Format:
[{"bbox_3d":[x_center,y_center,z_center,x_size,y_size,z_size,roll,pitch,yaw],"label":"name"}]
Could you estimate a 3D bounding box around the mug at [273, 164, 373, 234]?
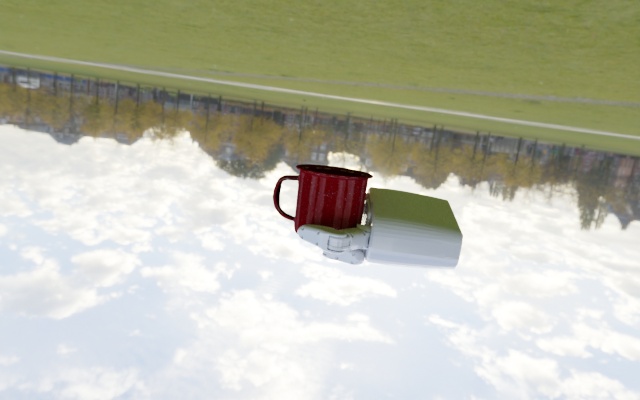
[{"bbox_3d":[-0.001,0.002,0.576,0.117,0.081,0.093,7,10,0],"label":"mug"}]
